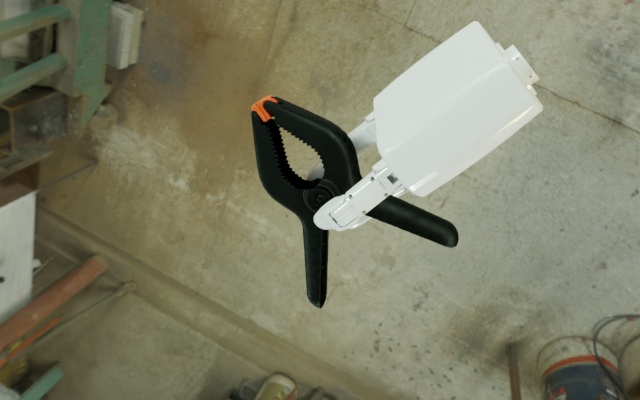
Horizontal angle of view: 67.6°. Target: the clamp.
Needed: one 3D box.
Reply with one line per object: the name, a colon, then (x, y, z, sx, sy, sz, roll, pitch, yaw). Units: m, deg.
clamp: (0.000, 0.001, 0.443, 0.164, 0.210, 0.036, -38, 9, 25)
